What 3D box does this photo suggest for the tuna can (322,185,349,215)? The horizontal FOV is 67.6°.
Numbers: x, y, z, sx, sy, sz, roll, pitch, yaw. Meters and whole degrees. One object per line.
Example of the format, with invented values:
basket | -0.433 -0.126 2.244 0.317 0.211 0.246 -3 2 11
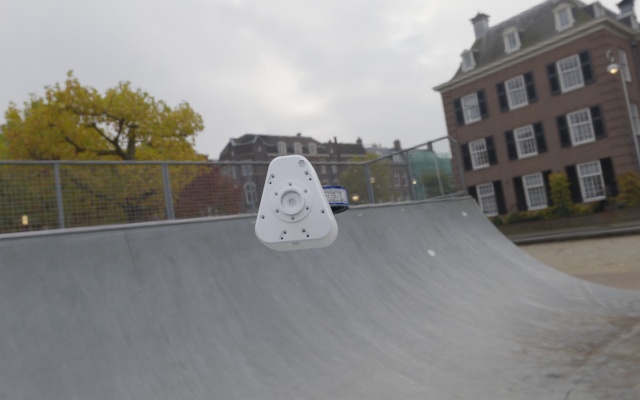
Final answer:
tuna can | 0.000 0.002 0.744 0.086 0.033 0.086 -8 -11 -1
